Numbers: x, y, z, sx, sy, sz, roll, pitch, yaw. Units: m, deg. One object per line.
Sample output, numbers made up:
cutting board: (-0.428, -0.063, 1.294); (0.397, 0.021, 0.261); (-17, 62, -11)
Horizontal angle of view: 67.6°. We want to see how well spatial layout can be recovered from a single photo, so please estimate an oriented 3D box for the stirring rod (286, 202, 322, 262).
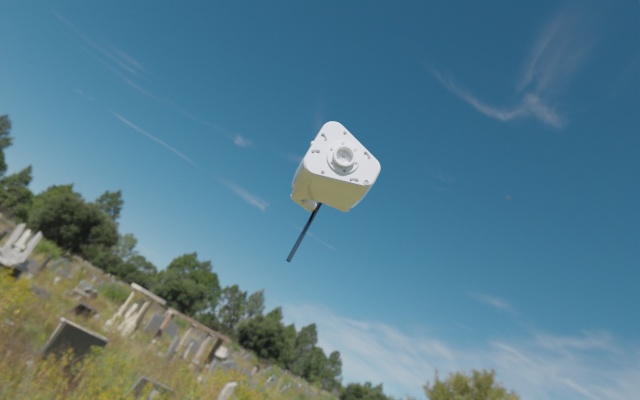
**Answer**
stirring rod: (0.000, 0.003, 0.843); (0.011, 0.239, 0.011); (25, -19, 10)
